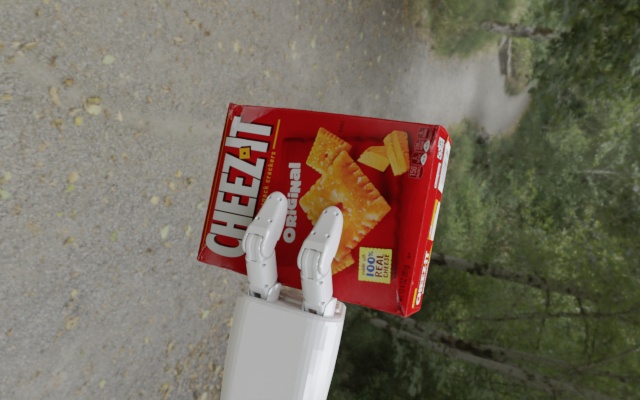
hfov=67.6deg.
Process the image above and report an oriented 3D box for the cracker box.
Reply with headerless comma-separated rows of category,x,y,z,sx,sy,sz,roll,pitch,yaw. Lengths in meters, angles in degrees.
cracker box,0.000,0.002,0.453,0.213,0.164,0.072,11,-2,22
